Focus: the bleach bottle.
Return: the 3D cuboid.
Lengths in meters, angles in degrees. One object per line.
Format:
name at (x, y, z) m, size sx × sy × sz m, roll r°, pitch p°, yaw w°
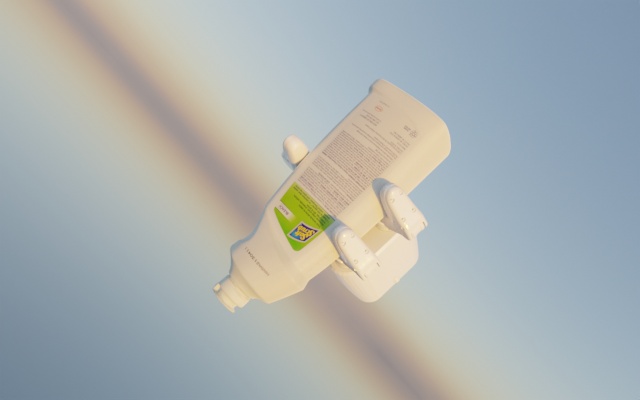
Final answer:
bleach bottle at (0.000, 0.001, 0.447) m, size 0.102 × 0.251 × 0.068 m, roll 44°, pitch -8°, yaw 32°
